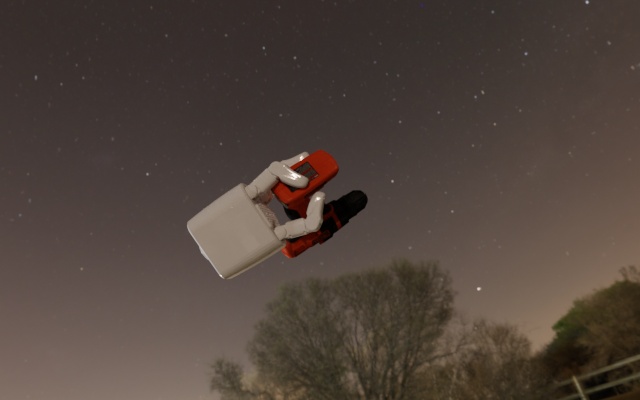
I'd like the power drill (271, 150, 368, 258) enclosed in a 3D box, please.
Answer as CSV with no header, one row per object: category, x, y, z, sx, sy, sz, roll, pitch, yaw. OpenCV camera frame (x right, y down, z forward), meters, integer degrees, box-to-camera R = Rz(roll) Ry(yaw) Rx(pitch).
power drill,0.000,0.002,0.797,0.184,0.057,0.188,-35,-32,-14
